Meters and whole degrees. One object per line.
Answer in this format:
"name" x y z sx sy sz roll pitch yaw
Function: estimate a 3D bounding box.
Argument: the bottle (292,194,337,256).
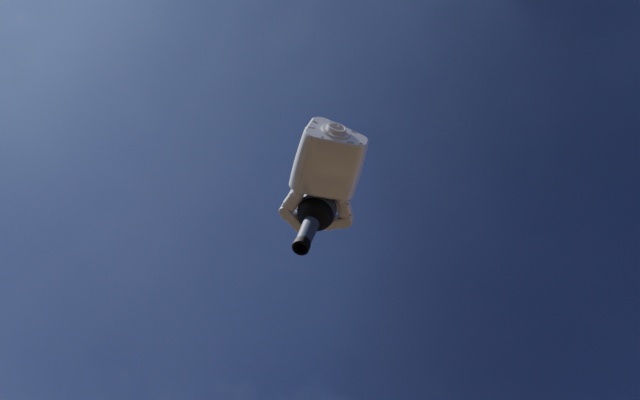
"bottle" 0.000 0.003 0.857 0.069 0.069 0.295 0 29 14
